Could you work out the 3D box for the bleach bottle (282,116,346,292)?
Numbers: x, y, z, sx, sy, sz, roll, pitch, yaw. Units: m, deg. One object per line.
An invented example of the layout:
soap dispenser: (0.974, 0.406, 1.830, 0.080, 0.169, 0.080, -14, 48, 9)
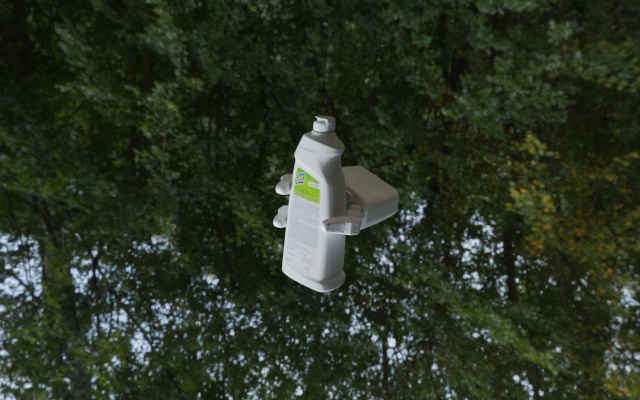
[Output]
bleach bottle: (0.000, 0.002, 0.714, 0.102, 0.251, 0.068, 20, 22, 35)
